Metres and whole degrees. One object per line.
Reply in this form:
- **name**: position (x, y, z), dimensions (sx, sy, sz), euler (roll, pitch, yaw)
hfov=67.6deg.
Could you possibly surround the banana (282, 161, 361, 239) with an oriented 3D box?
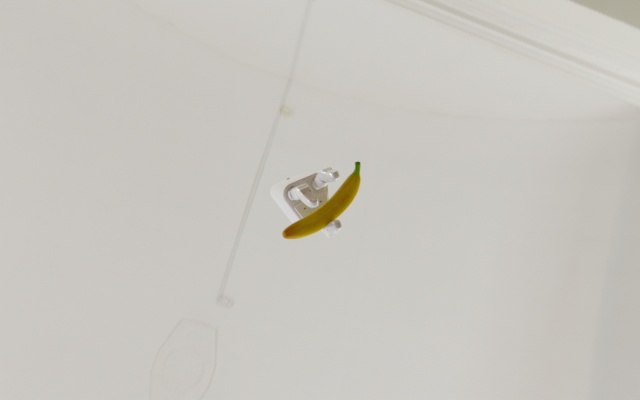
- **banana**: position (0.012, 0.012, 0.895), dimensions (0.037, 0.198, 0.070), euler (33, -15, 50)
